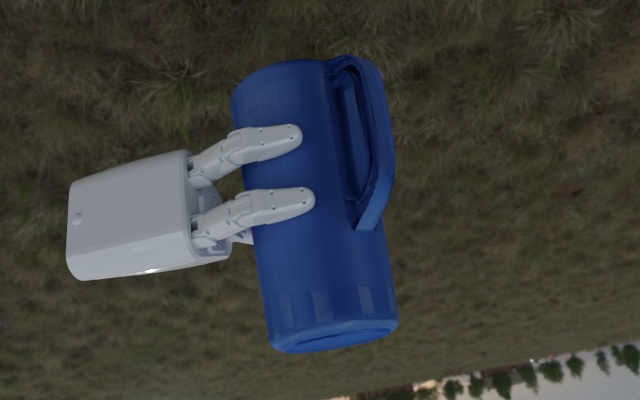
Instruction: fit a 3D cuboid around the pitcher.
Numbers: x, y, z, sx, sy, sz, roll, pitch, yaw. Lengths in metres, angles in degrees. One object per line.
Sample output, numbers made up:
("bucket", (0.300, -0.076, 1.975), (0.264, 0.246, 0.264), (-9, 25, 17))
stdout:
("pitcher", (0.000, 0.001, 0.426), (0.145, 0.242, 0.149), (-12, -23, 4))
